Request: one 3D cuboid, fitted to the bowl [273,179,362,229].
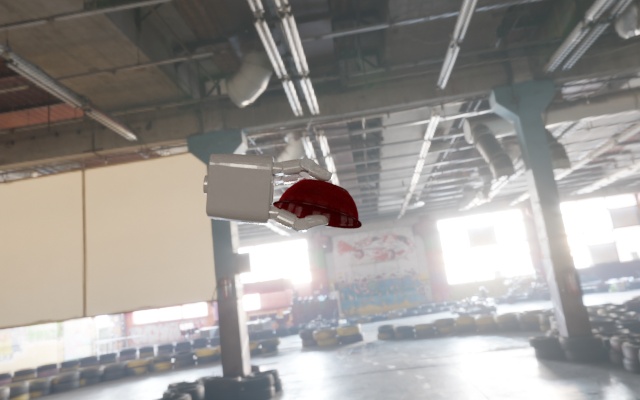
[{"bbox_3d":[0.001,0.003,0.847,0.162,0.055,0.162,13,-13,3],"label":"bowl"}]
